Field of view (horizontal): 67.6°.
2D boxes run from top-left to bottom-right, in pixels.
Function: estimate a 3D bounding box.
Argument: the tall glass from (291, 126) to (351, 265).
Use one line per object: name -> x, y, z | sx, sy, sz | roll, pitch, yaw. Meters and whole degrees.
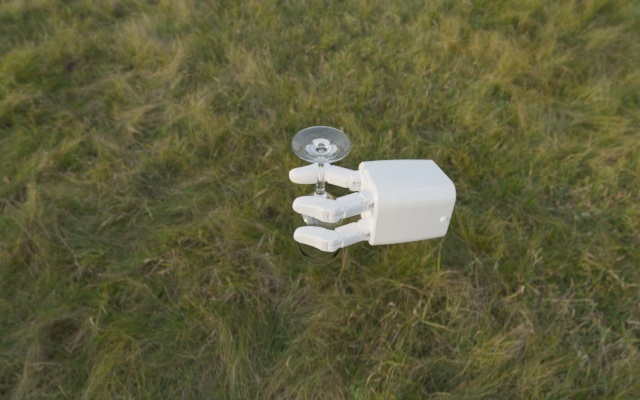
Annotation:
tall glass -> 0.000, 0.002, 0.657 | 0.079, 0.201, 0.079 | 1, 43, -1
